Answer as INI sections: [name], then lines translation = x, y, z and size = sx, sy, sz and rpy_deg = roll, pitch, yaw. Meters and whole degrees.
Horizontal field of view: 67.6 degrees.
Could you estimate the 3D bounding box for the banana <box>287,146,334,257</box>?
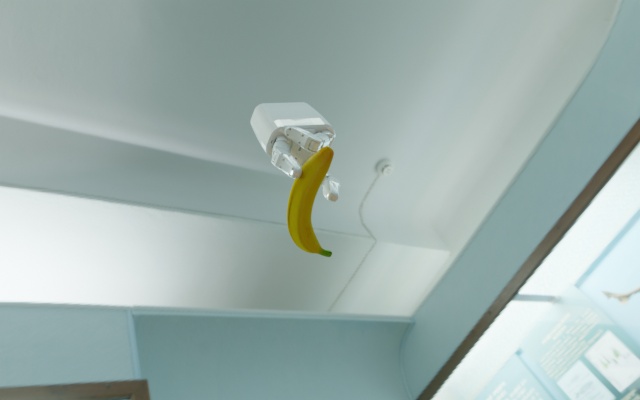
[banana]
translation = -0.017, 0.009, 0.715
size = 0.069, 0.198, 0.037
rpy_deg = -13, 38, -18
